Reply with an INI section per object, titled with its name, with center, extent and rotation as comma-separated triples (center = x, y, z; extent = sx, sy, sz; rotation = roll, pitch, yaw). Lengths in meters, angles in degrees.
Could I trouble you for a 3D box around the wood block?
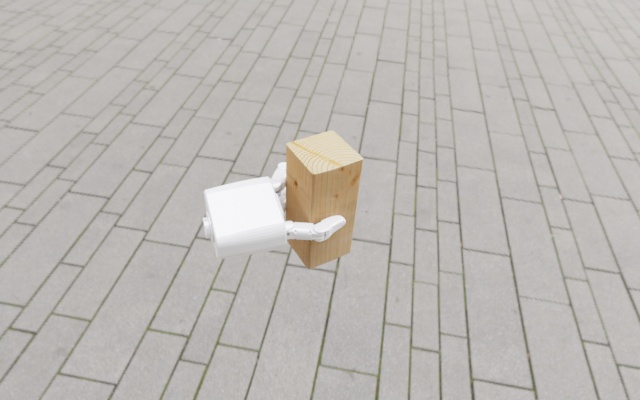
[wood block]
center = 0.000, 0.003, 0.792
extent = 0.090, 0.206, 0.090
rotation = -19, 46, -24
